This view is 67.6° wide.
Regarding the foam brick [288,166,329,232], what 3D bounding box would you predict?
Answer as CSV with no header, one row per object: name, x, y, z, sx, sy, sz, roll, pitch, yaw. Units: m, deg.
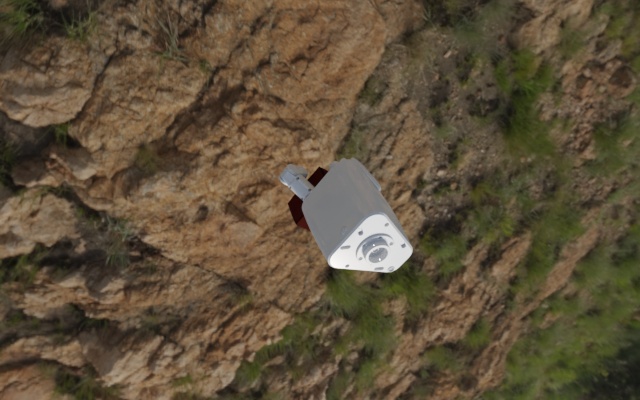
foam brick,0.000,0.002,0.679,0.053,0.078,0.051,26,25,-35
